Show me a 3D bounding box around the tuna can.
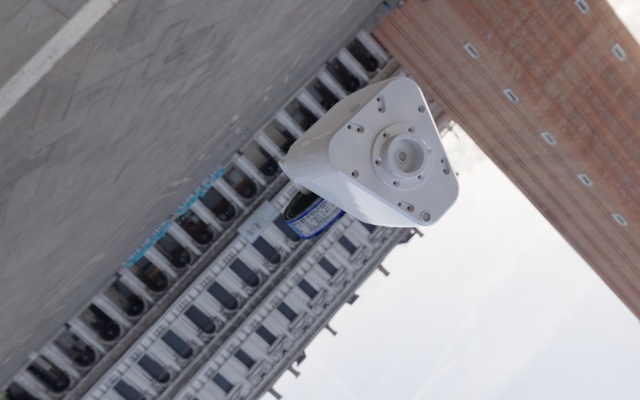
[{"bbox_3d":[0.000,0.002,0.522,0.034,0.086,0.086,46,-15,-15],"label":"tuna can"}]
